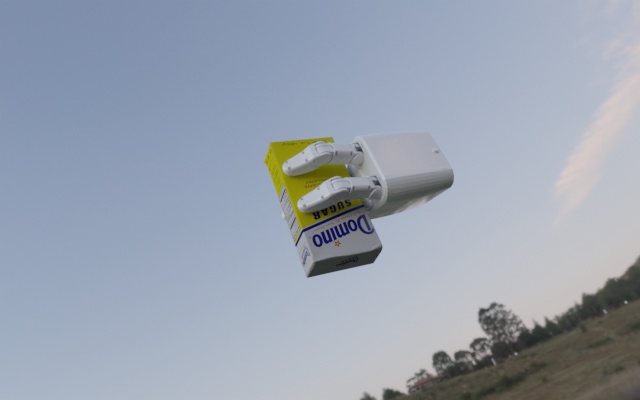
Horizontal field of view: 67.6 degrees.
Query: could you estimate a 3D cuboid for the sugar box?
[{"bbox_3d":[0.000,0.002,0.593,0.093,0.176,0.048,-9,-34,-24],"label":"sugar box"}]
